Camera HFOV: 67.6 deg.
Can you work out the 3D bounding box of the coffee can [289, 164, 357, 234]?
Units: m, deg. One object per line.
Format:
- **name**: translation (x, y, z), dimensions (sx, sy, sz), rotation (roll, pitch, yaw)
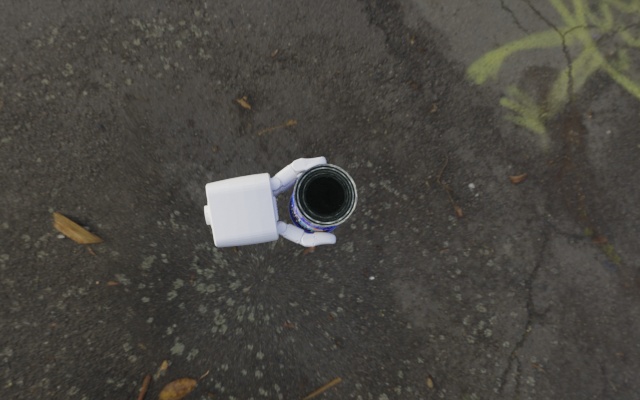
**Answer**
- **coffee can**: translation (0.000, 0.003, 0.821), dimensions (0.103, 0.103, 0.140), rotation (0, -9, -7)
